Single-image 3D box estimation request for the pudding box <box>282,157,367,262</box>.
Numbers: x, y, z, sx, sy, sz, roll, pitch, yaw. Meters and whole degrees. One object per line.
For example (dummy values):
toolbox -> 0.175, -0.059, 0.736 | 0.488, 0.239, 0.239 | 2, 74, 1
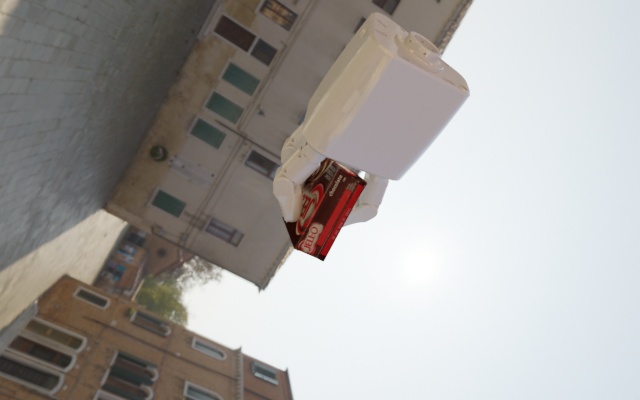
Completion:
pudding box -> 0.000, 0.002, 0.499 | 0.039, 0.090, 0.113 | 28, 7, -14
